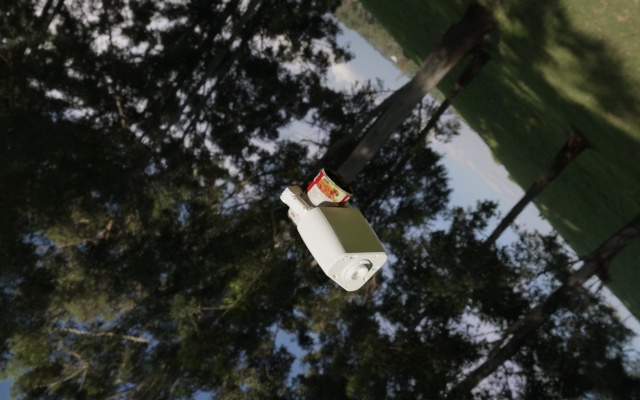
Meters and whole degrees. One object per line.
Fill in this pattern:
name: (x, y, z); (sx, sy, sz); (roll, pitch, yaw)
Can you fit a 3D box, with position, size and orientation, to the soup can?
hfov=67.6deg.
soup can: (0.000, 0.003, 0.819); (0.068, 0.102, 0.068); (36, 19, -14)
